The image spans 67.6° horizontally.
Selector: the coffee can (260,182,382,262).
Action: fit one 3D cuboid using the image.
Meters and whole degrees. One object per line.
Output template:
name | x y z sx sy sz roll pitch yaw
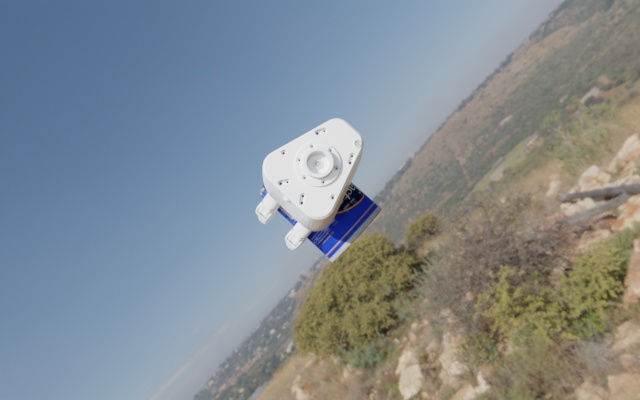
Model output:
coffee can | 0.000 0.002 0.671 0.140 0.103 0.103 42 3 4
